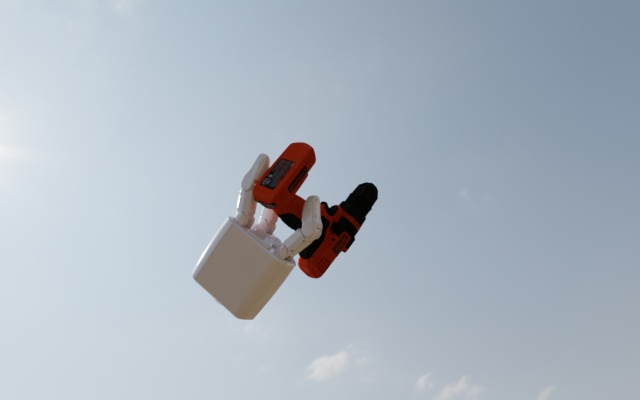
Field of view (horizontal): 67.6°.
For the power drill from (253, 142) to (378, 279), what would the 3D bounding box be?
[{"bbox_3d":[0.000,0.002,0.717,0.057,0.184,0.188,17,-27,47],"label":"power drill"}]
